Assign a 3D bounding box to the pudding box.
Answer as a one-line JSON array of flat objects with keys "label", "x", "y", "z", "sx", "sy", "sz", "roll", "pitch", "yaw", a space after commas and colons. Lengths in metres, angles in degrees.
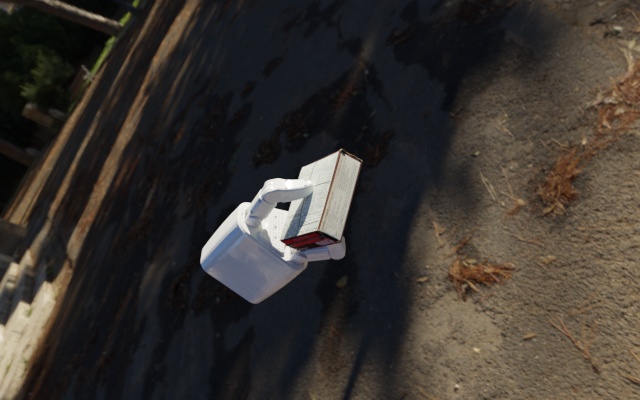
[{"label": "pudding box", "x": 0.000, "y": 0.002, "z": 0.589, "sx": 0.039, "sy": 0.113, "sz": 0.090, "roll": 27, "pitch": -24, "yaw": -28}]
